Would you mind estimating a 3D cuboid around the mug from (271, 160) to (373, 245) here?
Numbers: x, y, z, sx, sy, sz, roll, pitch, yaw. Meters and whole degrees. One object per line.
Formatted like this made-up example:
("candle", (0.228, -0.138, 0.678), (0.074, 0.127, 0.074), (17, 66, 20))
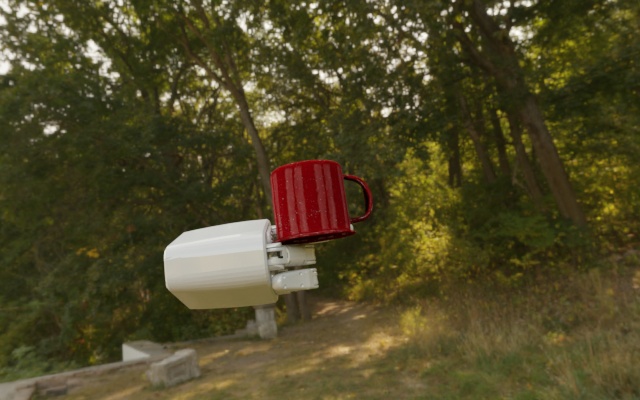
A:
("mug", (0.001, 0.001, 0.535), (0.117, 0.081, 0.093), (-7, -9, -2))
